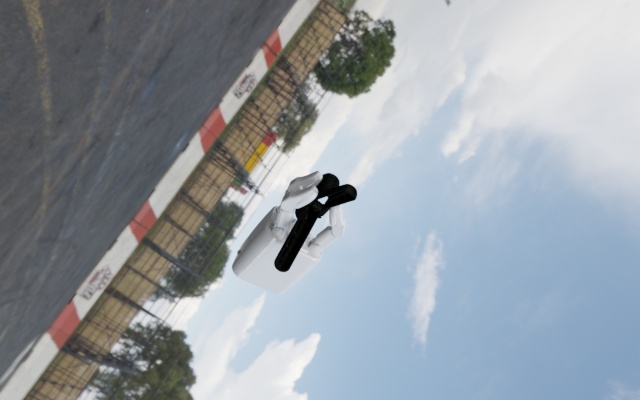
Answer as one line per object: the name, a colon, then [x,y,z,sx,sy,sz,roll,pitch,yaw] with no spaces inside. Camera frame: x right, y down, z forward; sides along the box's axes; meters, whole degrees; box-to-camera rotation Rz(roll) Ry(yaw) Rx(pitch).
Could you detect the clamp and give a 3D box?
clamp: [0.001,0.003,0.737,0.036,0.164,0.210,39,25,-13]
